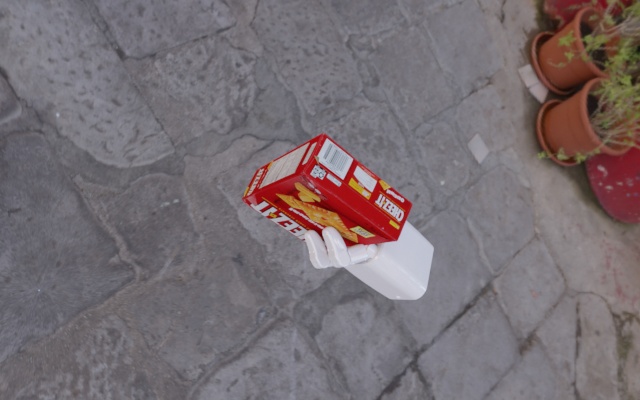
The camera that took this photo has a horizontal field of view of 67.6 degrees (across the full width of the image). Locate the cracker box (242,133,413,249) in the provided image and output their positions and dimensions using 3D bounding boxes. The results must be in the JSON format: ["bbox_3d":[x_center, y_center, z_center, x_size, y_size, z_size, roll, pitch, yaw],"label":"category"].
[{"bbox_3d":[0.000,0.002,0.697,0.164,0.072,0.214,36,-25,-20],"label":"cracker box"}]
